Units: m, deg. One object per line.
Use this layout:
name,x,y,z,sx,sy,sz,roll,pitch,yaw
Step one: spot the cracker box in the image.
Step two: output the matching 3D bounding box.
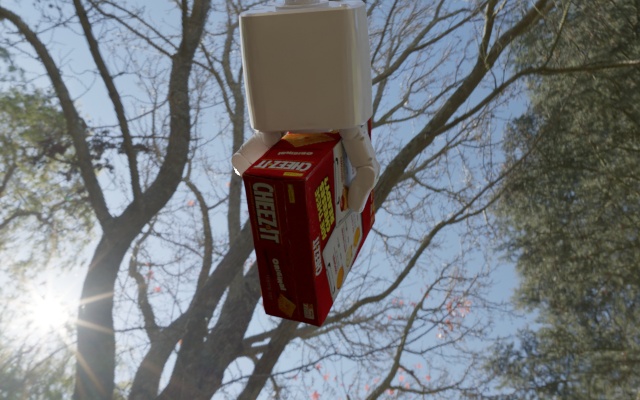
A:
cracker box,0.000,0.002,0.526,0.072,0.164,0.213,6,29,20
